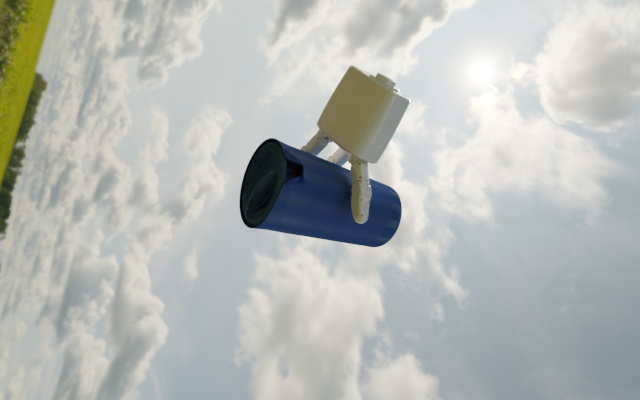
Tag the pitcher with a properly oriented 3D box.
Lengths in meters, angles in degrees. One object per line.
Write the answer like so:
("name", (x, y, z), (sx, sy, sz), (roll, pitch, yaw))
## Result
("pitcher", (0.000, 0.002, 0.752), (0.243, 0.145, 0.149), (16, 21, -32))
